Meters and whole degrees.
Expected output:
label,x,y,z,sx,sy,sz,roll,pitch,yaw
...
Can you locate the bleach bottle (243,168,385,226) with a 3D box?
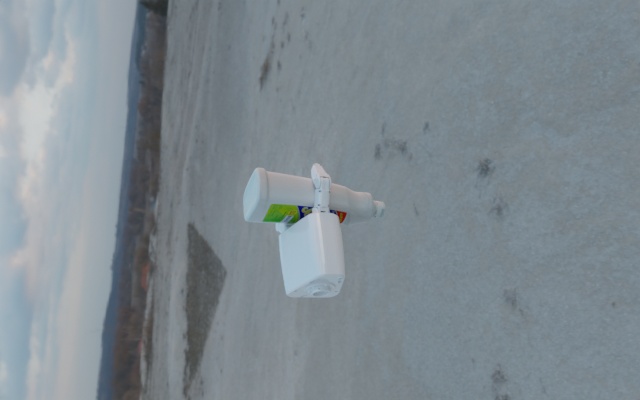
label,x,y,z,sx,sy,sz,roll,pitch,yaw
bleach bottle,0.000,0.003,0.825,0.251,0.068,0.103,5,-31,-22
